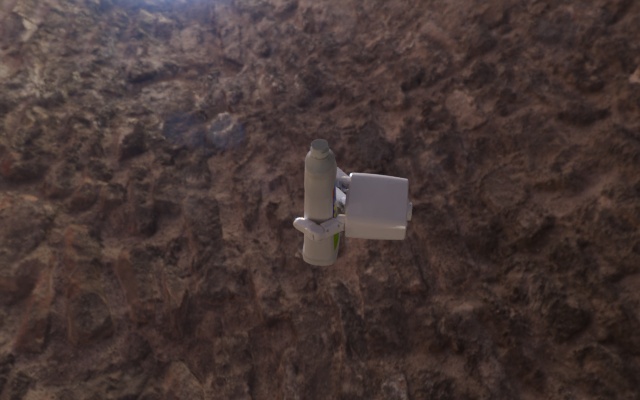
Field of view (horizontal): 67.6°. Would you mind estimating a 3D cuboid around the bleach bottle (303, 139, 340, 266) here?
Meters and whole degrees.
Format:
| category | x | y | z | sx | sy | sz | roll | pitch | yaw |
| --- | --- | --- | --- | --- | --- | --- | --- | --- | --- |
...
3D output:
| category | x | y | z | sx | sy | sz | roll | pitch | yaw |
| --- | --- | --- | --- | --- | --- | --- | --- | --- | --- |
| bleach bottle | 0.000 | 0.003 | 0.858 | 0.068 | 0.102 | 0.251 | 5 | -44 | 7 |
